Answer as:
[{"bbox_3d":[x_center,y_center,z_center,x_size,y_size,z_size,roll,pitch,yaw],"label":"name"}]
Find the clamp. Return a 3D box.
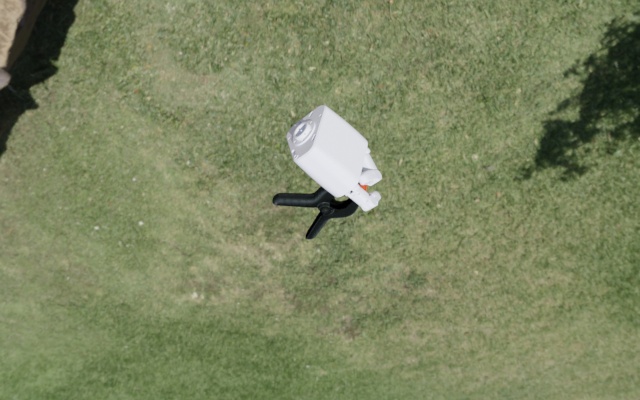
[{"bbox_3d":[0.000,0.003,0.861,0.171,0.039,0.120,-32,-54,29],"label":"clamp"}]
